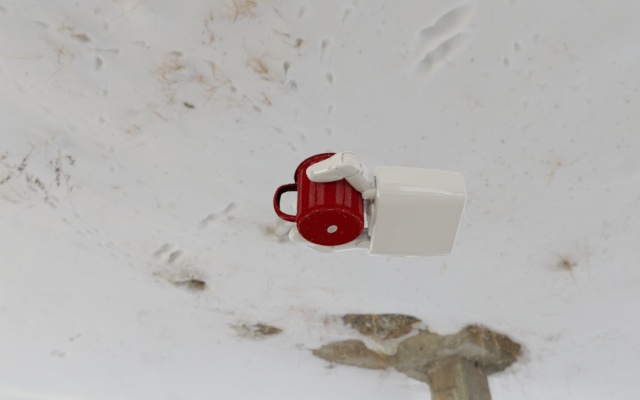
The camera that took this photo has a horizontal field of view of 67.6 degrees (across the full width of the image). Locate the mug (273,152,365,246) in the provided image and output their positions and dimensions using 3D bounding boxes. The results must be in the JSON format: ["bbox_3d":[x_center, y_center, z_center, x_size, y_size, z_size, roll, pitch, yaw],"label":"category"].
[{"bbox_3d":[-0.001,0.002,0.585,0.117,0.081,0.093,1,-38,0],"label":"mug"}]
